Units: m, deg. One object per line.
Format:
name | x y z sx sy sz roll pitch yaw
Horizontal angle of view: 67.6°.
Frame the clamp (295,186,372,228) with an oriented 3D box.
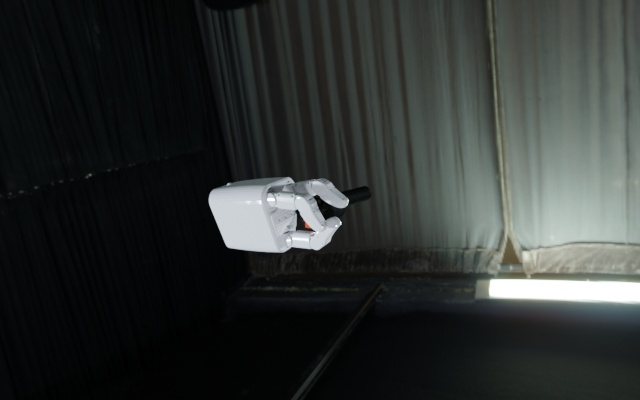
clamp | 0.000 0.003 0.777 0.120 0.039 0.171 0 13 28
